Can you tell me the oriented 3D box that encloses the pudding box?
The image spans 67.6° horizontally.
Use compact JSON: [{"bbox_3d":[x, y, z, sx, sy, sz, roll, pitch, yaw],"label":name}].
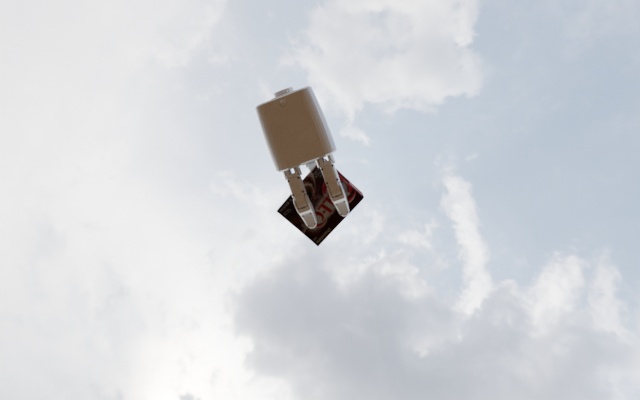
[{"bbox_3d":[0.000,0.002,0.768,0.090,0.113,0.039,41,13,-7],"label":"pudding box"}]
